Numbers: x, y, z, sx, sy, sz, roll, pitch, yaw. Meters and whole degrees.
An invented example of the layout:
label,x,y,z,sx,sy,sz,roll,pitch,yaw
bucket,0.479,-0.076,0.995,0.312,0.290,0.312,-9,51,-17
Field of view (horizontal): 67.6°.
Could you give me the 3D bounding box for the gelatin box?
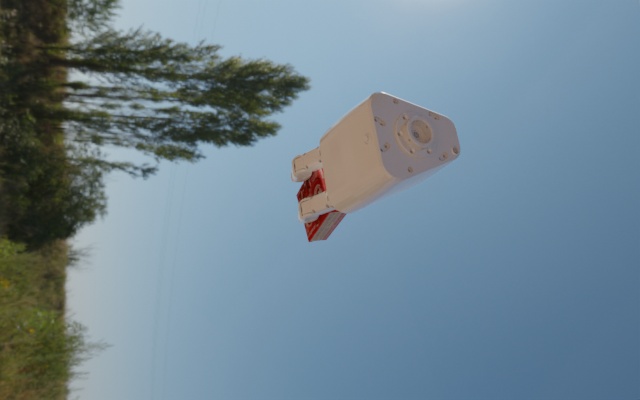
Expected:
label,x,y,z,sx,sy,sz,roll,pitch,yaw
gelatin box,0.000,0.002,0.618,0.030,0.073,0.089,-5,-27,-23
